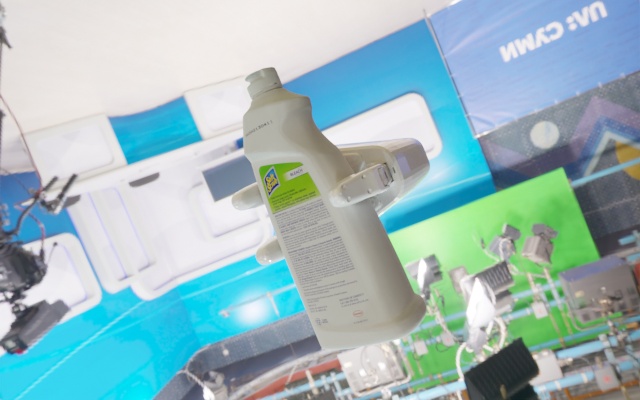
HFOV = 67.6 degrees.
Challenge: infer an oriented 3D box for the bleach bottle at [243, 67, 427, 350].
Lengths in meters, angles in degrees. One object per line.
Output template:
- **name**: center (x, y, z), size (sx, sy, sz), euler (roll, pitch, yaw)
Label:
- **bleach bottle**: center (0.000, 0.001, 0.423), size (0.102, 0.251, 0.068), euler (-21, 3, 32)
